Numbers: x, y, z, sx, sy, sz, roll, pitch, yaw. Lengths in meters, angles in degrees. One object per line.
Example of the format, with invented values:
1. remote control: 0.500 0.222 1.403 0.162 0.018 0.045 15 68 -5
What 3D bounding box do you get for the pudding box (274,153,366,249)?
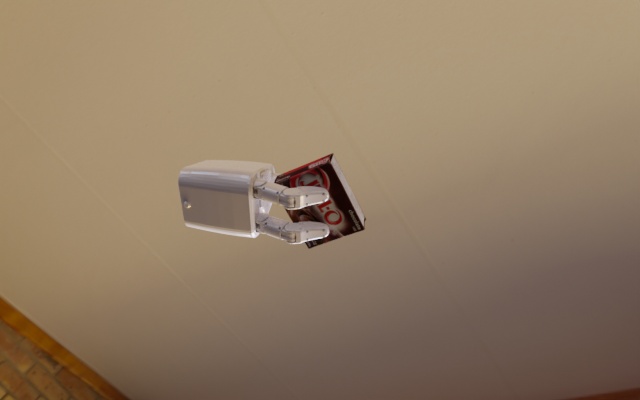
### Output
1. pudding box: 0.000 0.002 0.659 0.090 0.113 0.039 -21 24 21
